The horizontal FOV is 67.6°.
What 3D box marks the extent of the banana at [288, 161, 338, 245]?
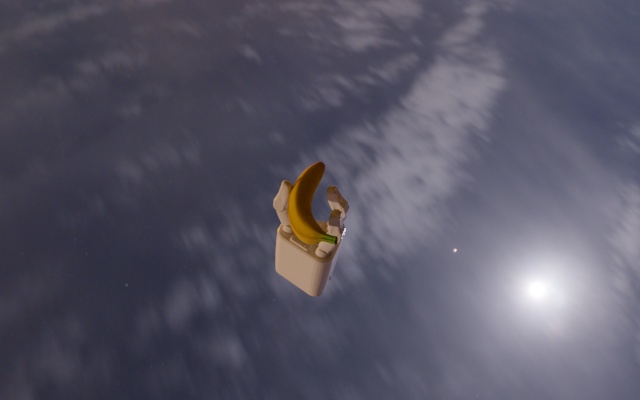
[{"bbox_3d":[-0.018,0.005,0.760,0.069,0.037,0.197,-2,42,-6],"label":"banana"}]
